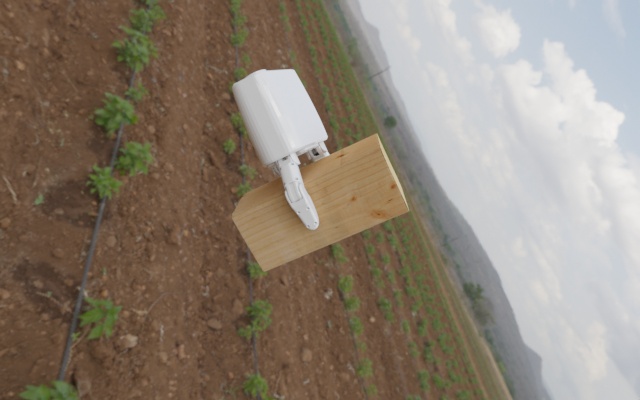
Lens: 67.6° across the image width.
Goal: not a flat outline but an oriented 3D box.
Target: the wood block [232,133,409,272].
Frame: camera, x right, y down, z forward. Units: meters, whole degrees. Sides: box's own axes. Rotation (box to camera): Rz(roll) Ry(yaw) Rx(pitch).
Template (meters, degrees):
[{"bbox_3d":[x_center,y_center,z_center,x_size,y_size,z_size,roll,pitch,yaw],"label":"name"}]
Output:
[{"bbox_3d":[0.000,0.002,0.633,0.206,0.090,0.090,-24,17,12],"label":"wood block"}]
